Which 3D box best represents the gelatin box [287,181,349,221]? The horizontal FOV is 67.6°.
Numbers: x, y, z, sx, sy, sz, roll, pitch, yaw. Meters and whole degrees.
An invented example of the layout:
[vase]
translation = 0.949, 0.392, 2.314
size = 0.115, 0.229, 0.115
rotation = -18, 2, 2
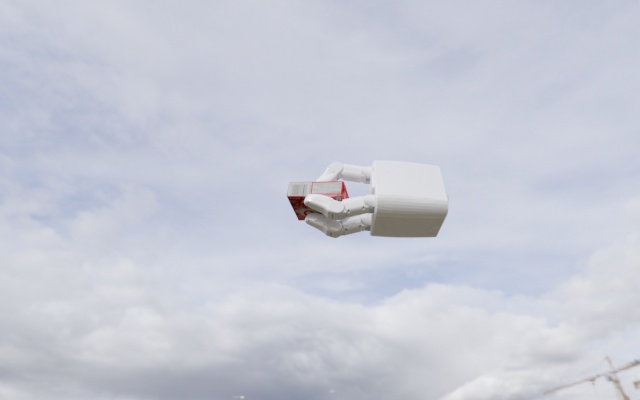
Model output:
[gelatin box]
translation = 0.000, 0.002, 0.739
size = 0.089, 0.030, 0.073
rotation = 0, -32, 14
